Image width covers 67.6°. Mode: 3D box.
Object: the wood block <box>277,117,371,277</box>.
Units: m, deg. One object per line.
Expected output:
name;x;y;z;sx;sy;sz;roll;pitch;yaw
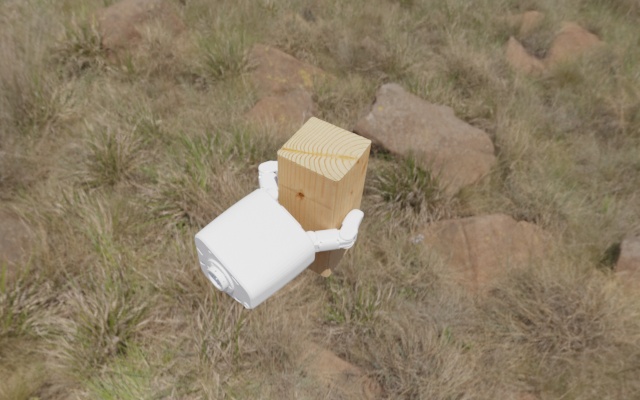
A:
wood block;0.000;0.002;0.668;0.091;0.206;0.090;26;52;18
